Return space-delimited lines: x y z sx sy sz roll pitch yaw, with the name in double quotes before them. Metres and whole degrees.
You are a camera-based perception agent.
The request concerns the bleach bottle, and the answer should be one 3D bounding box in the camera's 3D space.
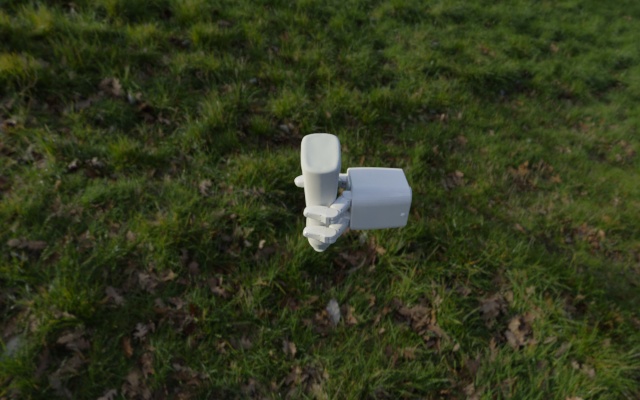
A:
"bleach bottle" 0.000 0.003 0.892 0.068 0.102 0.251 0 -42 -1
